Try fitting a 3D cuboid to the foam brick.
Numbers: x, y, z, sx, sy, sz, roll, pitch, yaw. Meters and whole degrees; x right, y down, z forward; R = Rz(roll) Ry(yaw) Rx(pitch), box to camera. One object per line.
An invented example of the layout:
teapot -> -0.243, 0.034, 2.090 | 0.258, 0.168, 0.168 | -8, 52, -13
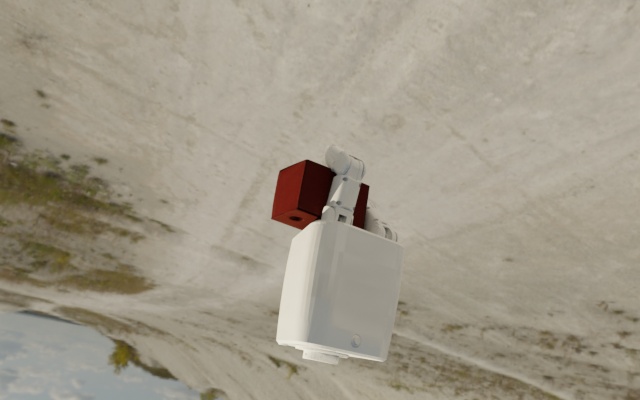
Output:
foam brick -> 0.000, 0.001, 0.462 | 0.078, 0.051, 0.053 | 21, -21, -28
